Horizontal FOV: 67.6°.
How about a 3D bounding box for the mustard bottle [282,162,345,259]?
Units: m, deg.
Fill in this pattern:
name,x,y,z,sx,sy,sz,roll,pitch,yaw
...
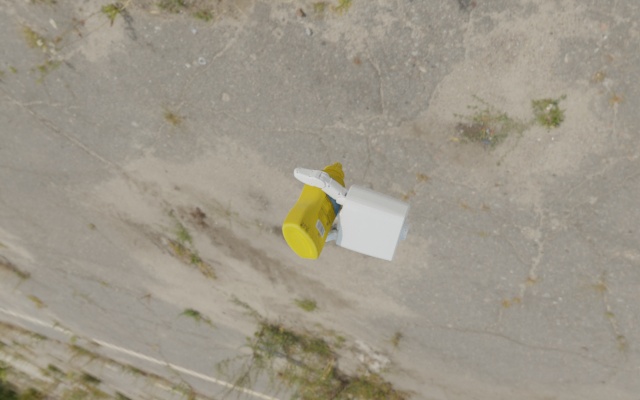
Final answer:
name,x,y,z,sx,sy,sz,roll,pitch,yaw
mustard bottle,0.000,0.003,0.850,0.058,0.191,0.096,2,-42,31
